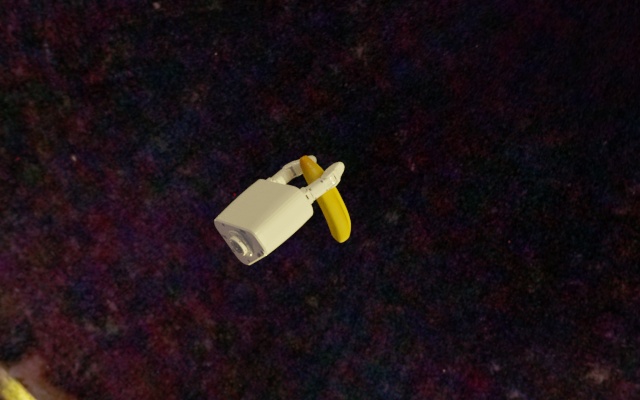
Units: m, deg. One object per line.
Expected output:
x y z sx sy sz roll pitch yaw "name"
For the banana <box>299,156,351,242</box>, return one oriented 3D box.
0.014 0.011 0.805 0.069 0.198 0.037 26 60 40 "banana"
